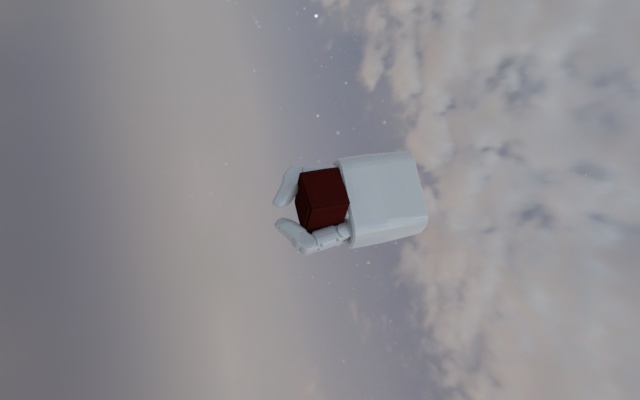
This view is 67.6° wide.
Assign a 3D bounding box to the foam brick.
[{"bbox_3d":[0.000,0.002,0.598,0.051,0.053,0.078,-9,-26,-13],"label":"foam brick"}]
